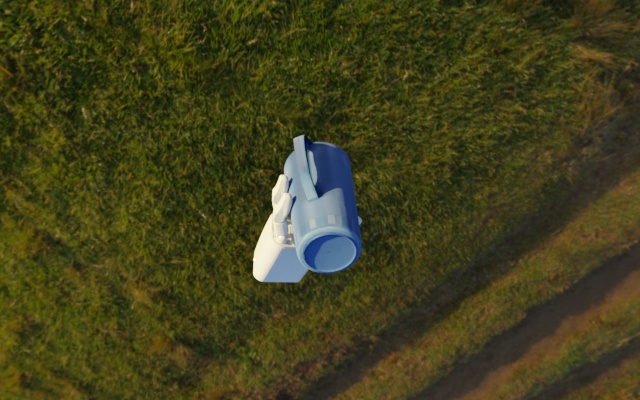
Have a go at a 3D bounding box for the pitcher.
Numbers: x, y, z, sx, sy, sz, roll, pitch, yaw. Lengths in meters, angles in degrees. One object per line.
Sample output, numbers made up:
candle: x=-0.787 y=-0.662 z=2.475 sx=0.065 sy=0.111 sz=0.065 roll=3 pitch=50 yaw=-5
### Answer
pitcher: x=0.000 y=0.003 z=0.859 sx=0.149 sy=0.145 sz=0.242 roll=18 pitch=35 yaw=-20
